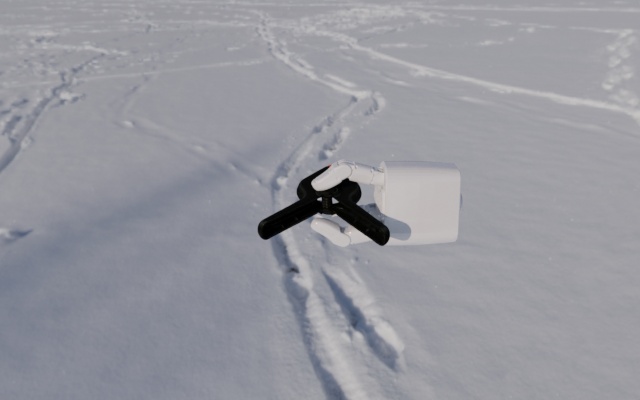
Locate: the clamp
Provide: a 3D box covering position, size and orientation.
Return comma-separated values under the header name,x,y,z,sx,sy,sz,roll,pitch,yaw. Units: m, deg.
name,x,y,z,sx,sy,sz,roll,pitch,yaw
clamp,0.000,0.001,0.670,0.164,0.036,0.210,1,27,-3
